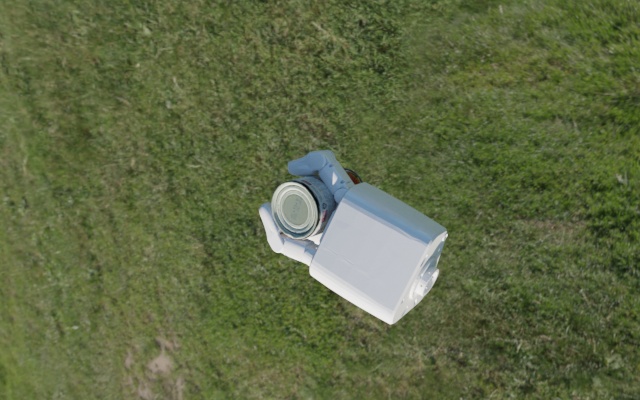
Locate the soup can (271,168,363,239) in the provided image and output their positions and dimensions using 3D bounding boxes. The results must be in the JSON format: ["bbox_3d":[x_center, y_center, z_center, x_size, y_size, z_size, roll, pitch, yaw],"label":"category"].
[{"bbox_3d":[0.000,0.002,0.560,0.068,0.068,0.102,0,11,36],"label":"soup can"}]
